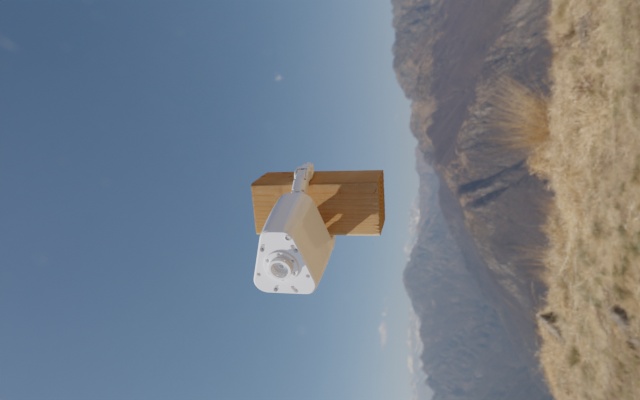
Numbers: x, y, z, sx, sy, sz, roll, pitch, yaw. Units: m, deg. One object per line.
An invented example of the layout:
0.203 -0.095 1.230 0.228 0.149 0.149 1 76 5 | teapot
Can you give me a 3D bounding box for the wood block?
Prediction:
0.000 0.002 0.797 0.206 0.091 0.090 0 16 13 | wood block
